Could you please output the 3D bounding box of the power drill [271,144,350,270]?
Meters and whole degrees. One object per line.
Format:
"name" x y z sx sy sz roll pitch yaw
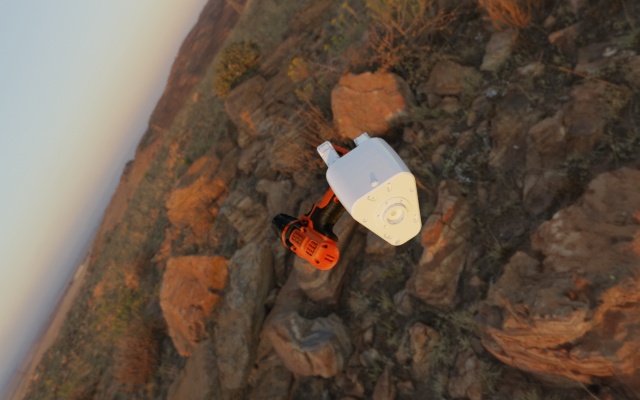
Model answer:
"power drill" 0.000 0.002 0.783 0.057 0.187 0.184 25 2 -36
